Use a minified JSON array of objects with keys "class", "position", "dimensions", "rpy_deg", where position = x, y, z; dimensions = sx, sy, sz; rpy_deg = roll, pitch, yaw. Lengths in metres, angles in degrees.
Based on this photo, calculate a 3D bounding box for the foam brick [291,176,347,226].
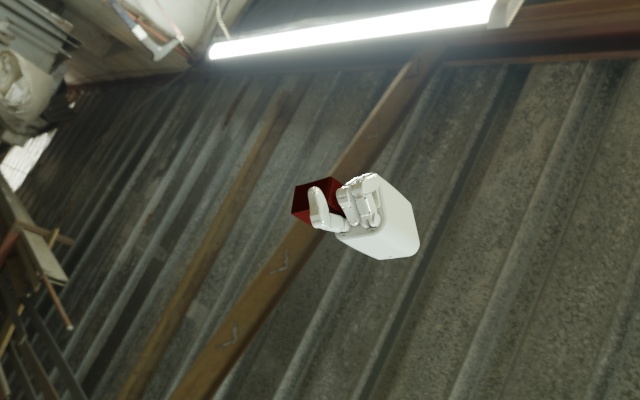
[{"class":"foam brick","position":[0.000,0.002,0.758],"dimensions":[0.078,0.053,0.051],"rpy_deg":[-13,-33,40]}]
